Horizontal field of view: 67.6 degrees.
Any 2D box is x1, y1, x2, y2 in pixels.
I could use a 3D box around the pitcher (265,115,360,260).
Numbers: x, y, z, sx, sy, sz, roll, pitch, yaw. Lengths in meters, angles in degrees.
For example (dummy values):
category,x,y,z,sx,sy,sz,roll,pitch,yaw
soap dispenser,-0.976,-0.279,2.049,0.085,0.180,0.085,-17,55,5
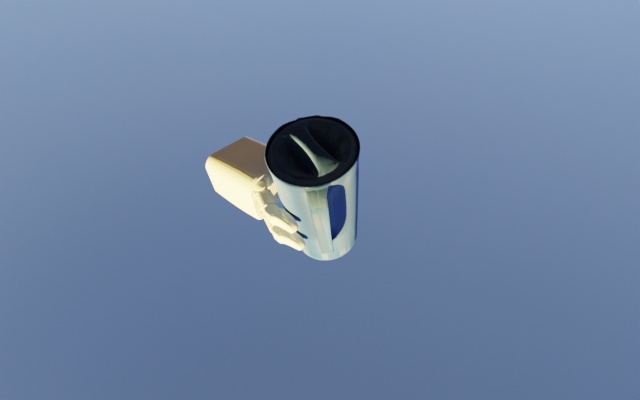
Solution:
category,x,y,z,sx,sy,sz,roll,pitch,yaw
pitcher,0.000,0.002,0.747,0.145,0.149,0.243,30,-27,25
